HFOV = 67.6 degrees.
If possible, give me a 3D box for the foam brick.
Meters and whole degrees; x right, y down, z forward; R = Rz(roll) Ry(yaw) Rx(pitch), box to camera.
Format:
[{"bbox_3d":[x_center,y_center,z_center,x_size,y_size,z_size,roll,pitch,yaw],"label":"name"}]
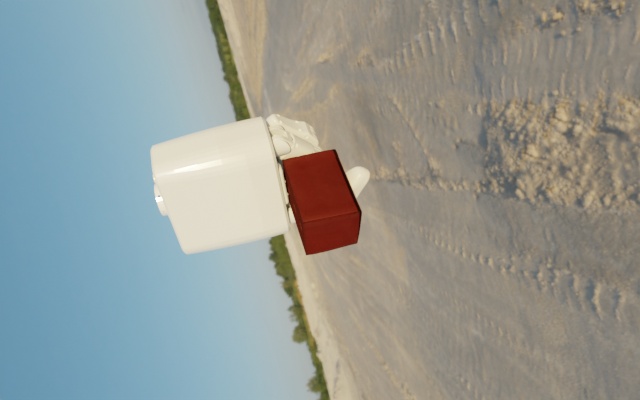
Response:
[{"bbox_3d":[0.000,0.002,0.436,0.051,0.078,0.053,-13,-37,-10],"label":"foam brick"}]
